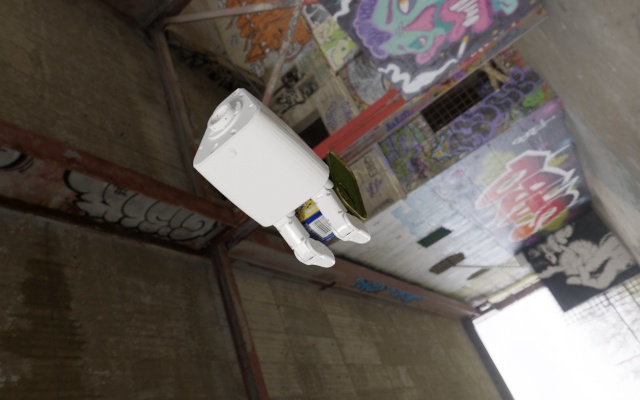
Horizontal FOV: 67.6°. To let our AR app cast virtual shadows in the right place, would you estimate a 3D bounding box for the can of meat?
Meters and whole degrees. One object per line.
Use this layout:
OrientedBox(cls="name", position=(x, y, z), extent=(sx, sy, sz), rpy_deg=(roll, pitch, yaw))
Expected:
OrientedBox(cls="can of meat", position=(0.000, 0.002, 0.576), extent=(0.084, 0.102, 0.057), rpy_deg=(-35, -53, 19))
